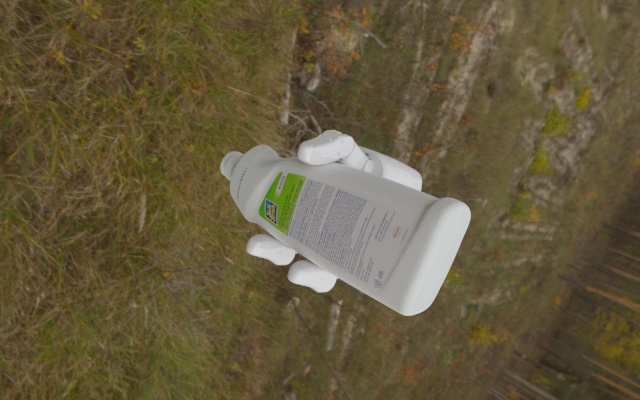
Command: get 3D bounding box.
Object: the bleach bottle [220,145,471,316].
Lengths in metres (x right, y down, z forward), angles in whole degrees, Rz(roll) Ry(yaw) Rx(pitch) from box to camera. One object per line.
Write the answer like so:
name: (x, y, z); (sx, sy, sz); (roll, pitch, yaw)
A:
bleach bottle: (0.000, 0.002, 0.441); (0.250, 0.102, 0.068); (28, 11, 33)
